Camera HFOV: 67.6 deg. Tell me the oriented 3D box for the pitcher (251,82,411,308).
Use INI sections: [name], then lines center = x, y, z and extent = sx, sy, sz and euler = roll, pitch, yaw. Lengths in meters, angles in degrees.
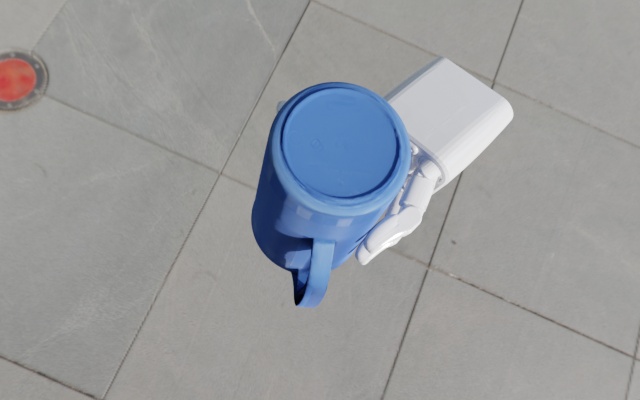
[pitcher]
center = 0.000, 0.001, 0.456
extent = 0.145, 0.149, 0.243
euler = -38, -7, -16
